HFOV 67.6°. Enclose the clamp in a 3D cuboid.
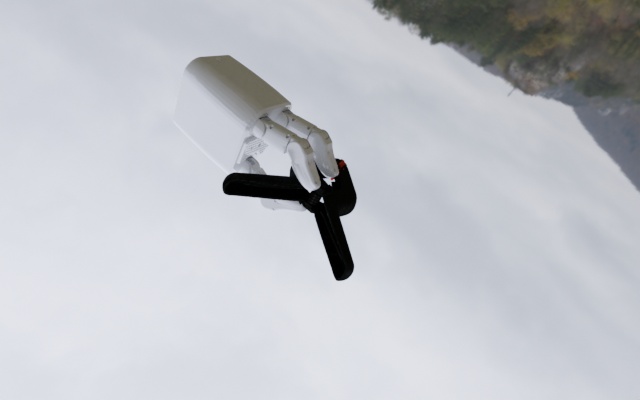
[{"bbox_3d":[0.000,0.002,0.569,0.164,0.036,0.210,42,30,7],"label":"clamp"}]
